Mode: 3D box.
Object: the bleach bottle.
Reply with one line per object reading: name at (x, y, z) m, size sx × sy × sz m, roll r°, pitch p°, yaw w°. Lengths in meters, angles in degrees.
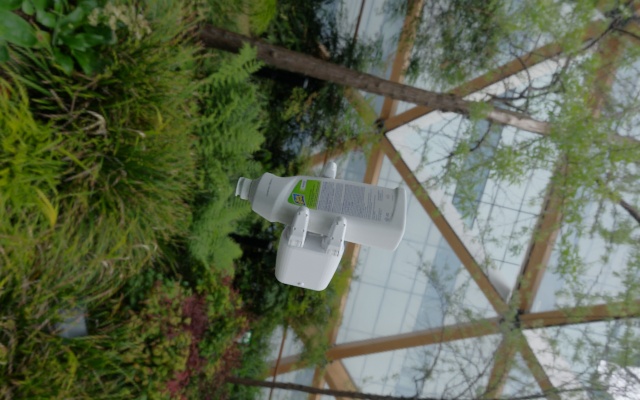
bleach bottle at (0.000, 0.002, 0.722) m, size 0.251 × 0.102 × 0.068 m, roll 13°, pitch -44°, yaw -3°
